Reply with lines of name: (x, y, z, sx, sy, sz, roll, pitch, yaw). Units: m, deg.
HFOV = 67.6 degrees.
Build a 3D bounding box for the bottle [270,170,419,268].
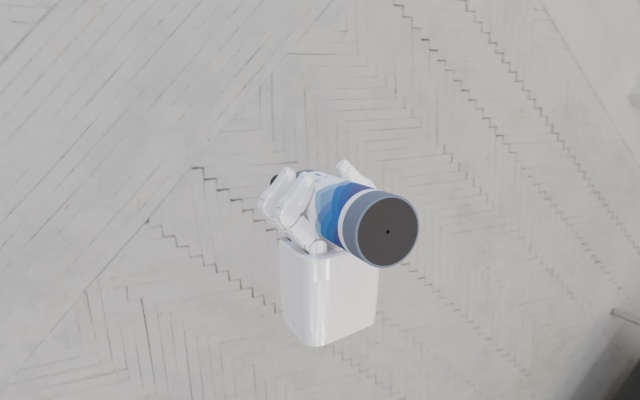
bottle: (0.000, 0.002, 0.550, 0.069, 0.069, 0.295, 0, 10, -24)
